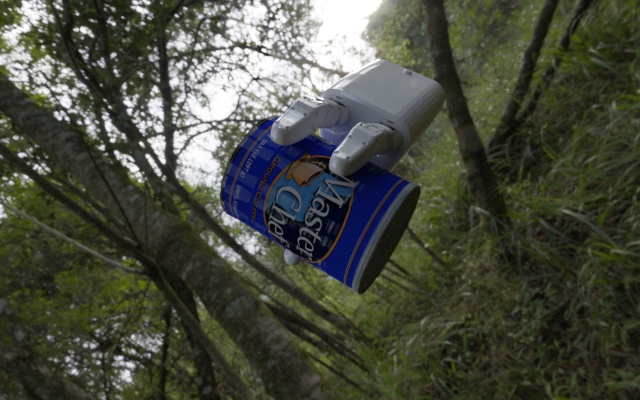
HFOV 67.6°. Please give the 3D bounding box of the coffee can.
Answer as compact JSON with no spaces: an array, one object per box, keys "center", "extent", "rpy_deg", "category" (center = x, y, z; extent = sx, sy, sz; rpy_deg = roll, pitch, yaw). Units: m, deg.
[{"center":[0.000,0.002,0.415],"extent":[0.140,0.103,0.103],"rpy_deg":[29,9,17],"category":"coffee can"}]
